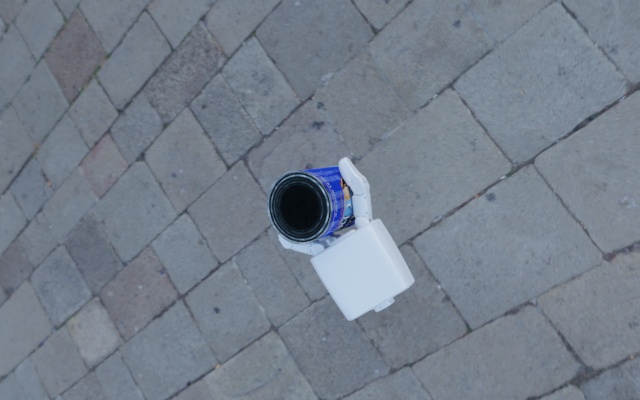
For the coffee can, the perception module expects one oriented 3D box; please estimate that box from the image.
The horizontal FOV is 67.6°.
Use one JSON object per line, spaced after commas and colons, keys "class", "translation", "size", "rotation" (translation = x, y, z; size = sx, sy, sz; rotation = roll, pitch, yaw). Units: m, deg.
{"class": "coffee can", "translation": [0.000, 0.002, 0.712], "size": [0.103, 0.103, 0.140], "rotation": [0, 6, 26]}
